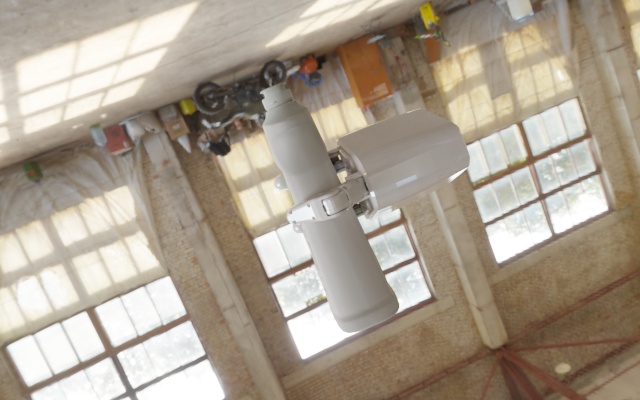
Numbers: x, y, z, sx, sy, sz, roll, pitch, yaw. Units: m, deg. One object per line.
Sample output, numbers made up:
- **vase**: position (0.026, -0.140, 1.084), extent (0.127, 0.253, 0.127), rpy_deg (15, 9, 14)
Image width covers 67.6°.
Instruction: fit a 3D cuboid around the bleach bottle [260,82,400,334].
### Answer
- **bleach bottle**: position (0.000, 0.002, 0.491), extent (0.068, 0.251, 0.102), rpy_deg (-23, 8, -4)
